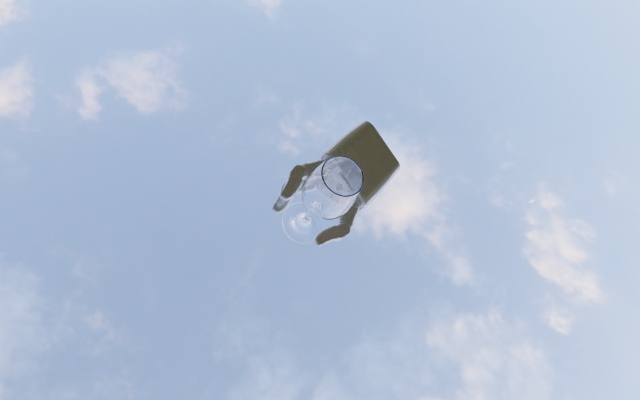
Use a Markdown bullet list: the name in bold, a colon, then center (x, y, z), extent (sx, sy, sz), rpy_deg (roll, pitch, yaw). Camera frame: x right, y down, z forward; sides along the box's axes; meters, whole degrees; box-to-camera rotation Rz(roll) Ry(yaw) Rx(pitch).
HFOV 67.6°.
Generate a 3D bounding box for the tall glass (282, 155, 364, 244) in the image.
- **tall glass**: center (0.000, 0.003, 0.729), extent (0.079, 0.079, 0.201), rpy_deg (0, -21, -19)
